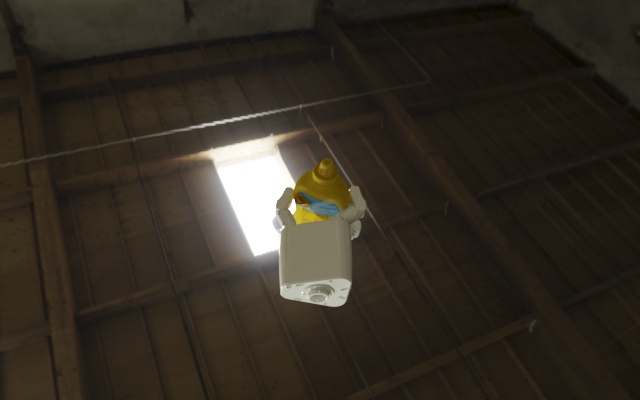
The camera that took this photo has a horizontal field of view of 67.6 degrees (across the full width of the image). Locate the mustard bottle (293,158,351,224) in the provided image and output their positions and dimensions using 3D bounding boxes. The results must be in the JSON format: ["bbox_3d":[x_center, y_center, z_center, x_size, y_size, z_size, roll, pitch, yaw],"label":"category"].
[{"bbox_3d":[0.000,0.003,0.807,0.096,0.058,0.192,21,-39,9],"label":"mustard bottle"}]
